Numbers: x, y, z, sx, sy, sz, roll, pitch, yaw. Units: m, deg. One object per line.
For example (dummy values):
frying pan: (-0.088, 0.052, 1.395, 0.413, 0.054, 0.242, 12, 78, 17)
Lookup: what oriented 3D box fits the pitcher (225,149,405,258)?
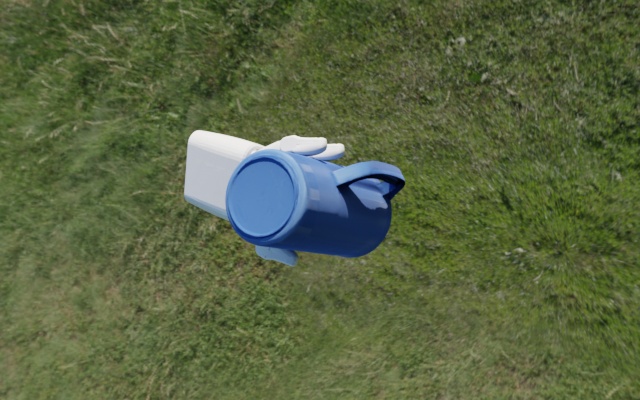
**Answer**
pitcher: (0.000, 0.002, 0.615, 0.145, 0.149, 0.243, 20, 3, 28)
